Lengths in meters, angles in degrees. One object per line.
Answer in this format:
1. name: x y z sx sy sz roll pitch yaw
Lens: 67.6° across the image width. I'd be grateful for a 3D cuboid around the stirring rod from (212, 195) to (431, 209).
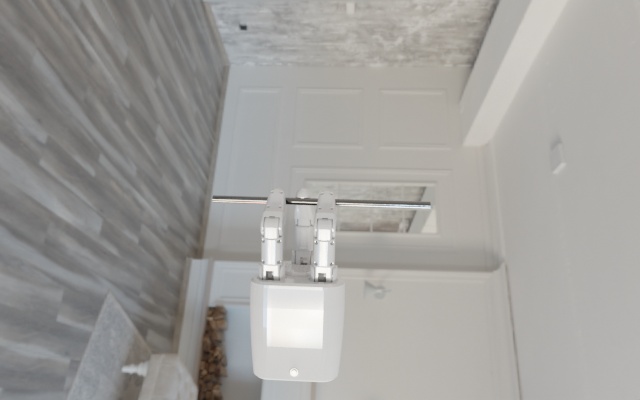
1. stirring rod: 0.000 0.002 0.529 0.239 0.011 0.011 2 0 3
